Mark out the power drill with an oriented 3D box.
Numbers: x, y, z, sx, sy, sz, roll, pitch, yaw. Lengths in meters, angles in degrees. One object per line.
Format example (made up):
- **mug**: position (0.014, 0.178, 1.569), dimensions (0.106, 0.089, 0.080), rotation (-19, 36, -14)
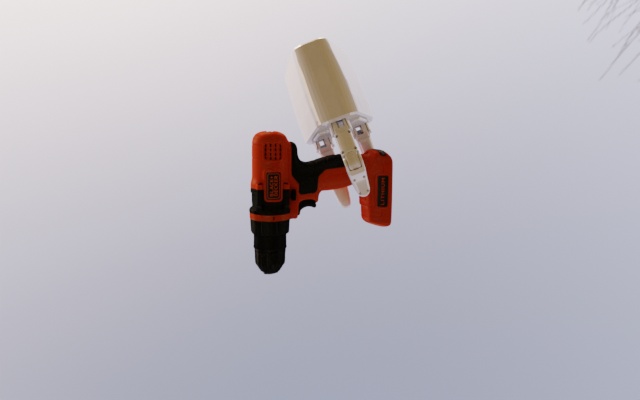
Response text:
- **power drill**: position (0.001, 0.002, 0.628), dimensions (0.187, 0.184, 0.057), rotation (-3, 11, -18)
